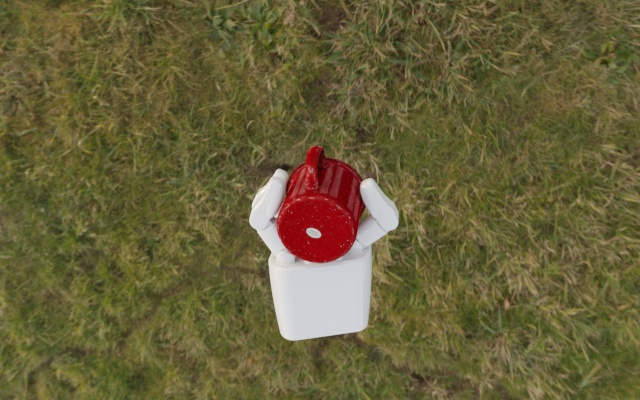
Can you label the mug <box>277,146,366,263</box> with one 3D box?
[{"bbox_3d":[0.000,0.000,0.498,0.093,0.117,0.081,0,28,9],"label":"mug"}]
